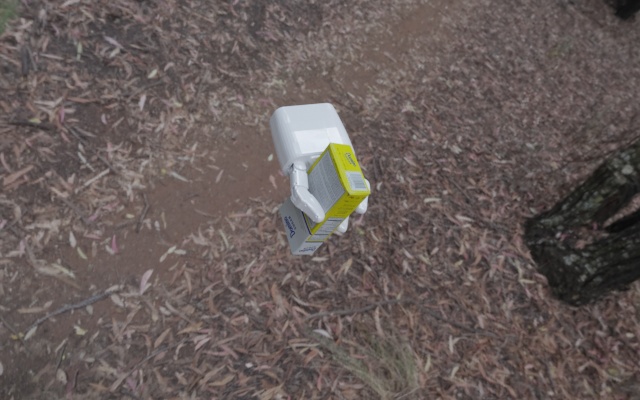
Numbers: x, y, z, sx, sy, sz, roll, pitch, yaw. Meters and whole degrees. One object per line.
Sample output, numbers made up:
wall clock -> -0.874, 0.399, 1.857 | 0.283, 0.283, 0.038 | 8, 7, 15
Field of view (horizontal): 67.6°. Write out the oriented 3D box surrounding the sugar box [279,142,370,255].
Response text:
sugar box -> 0.001, 0.002, 0.742 | 0.048, 0.093, 0.176 | 2, -35, -32
